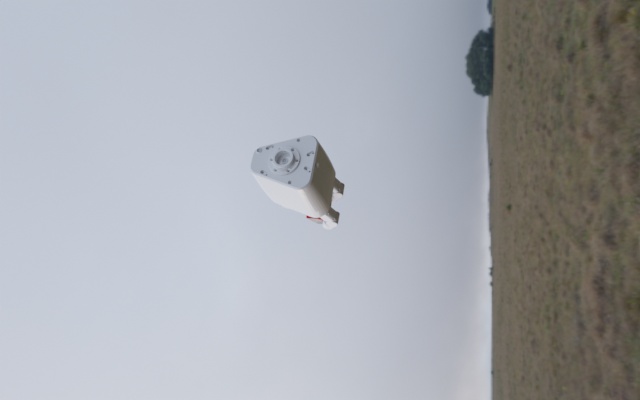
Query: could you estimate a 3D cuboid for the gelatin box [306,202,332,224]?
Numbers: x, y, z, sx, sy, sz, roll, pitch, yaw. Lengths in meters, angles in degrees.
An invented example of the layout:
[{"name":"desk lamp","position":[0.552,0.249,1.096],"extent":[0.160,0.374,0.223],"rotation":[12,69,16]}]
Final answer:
[{"name":"gelatin box","position":[0.000,0.003,0.882],"extent":[0.030,0.073,0.089],"rotation":[4,-9,13]}]
